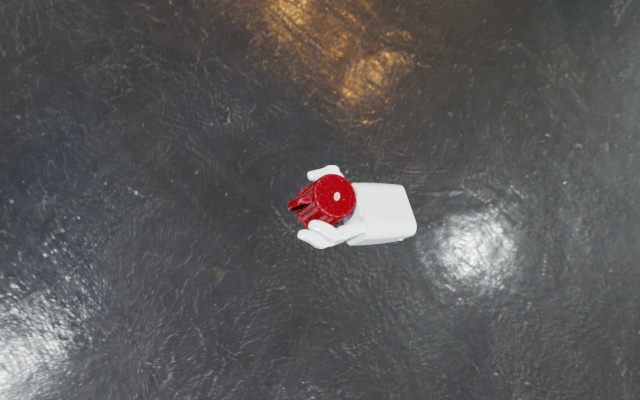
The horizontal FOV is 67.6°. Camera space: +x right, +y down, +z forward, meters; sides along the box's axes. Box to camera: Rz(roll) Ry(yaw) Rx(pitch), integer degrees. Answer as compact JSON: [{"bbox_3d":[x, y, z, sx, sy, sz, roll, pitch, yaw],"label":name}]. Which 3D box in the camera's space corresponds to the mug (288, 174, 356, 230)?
[{"bbox_3d":[-0.001,0.003,0.838,0.117,0.093,0.081,-2,-16,-23],"label":"mug"}]
